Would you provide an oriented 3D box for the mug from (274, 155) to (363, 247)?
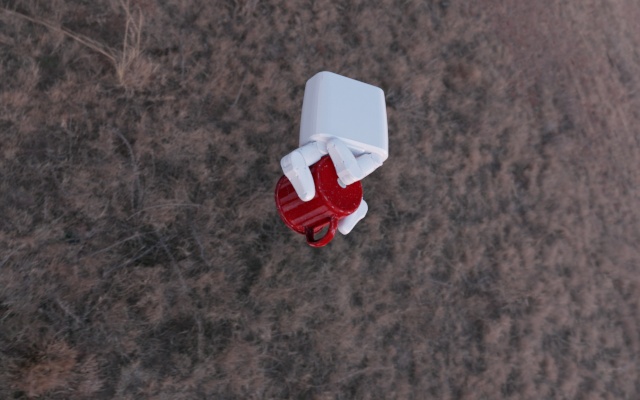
[{"bbox_3d":[0.000,0.003,0.622,0.093,0.117,0.081,20,-30,-35],"label":"mug"}]
